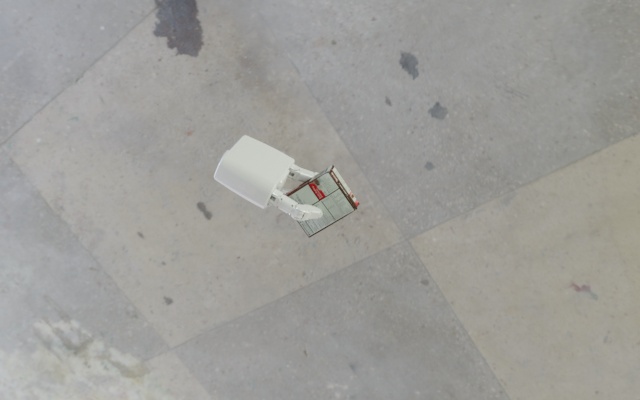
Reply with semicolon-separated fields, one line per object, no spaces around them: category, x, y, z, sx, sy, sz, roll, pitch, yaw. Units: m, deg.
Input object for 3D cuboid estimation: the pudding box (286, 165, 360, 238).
pudding box;0.000;0.003;0.871;0.113;0.090;0.039;-31;11;24
